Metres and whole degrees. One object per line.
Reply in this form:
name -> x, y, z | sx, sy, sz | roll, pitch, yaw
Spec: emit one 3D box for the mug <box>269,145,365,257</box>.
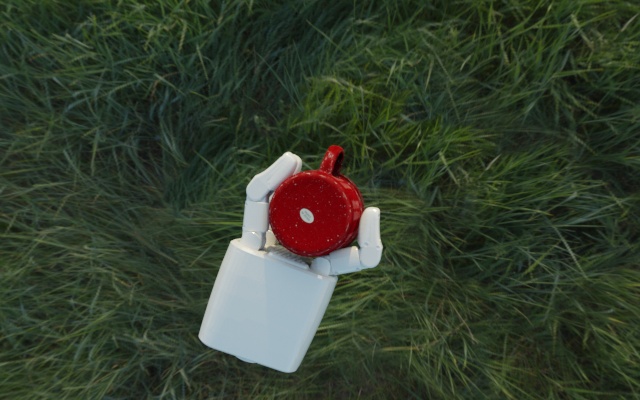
mug -> 0.001, 0.000, 0.479 | 0.093, 0.117, 0.081 | 21, 3, 8
